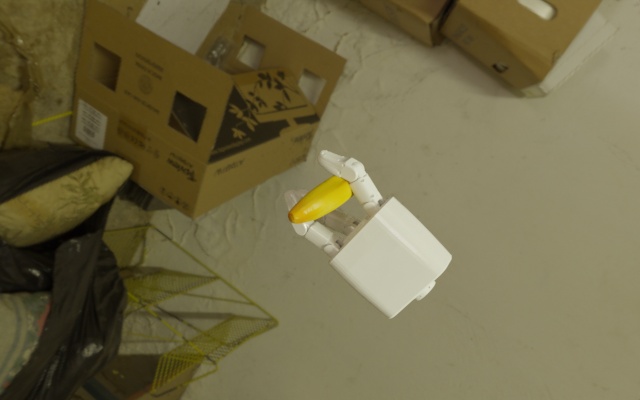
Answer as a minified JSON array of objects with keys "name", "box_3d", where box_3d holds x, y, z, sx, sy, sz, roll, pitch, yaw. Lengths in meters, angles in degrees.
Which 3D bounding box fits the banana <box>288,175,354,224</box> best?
[{"name":"banana","box_3d":[0.015,-0.009,0.609,0.069,0.037,0.197,-36,0,16]}]
